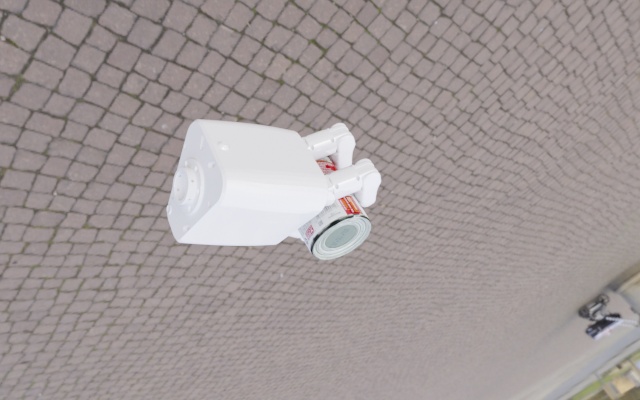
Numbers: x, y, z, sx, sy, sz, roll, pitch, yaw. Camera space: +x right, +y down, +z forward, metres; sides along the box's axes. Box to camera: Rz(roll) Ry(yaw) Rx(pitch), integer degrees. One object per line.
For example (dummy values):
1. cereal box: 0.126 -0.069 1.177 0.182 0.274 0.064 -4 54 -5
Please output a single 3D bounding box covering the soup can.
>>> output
1. soup can: 0.001 0.002 0.496 0.068 0.102 0.069 -21 -34 -15
